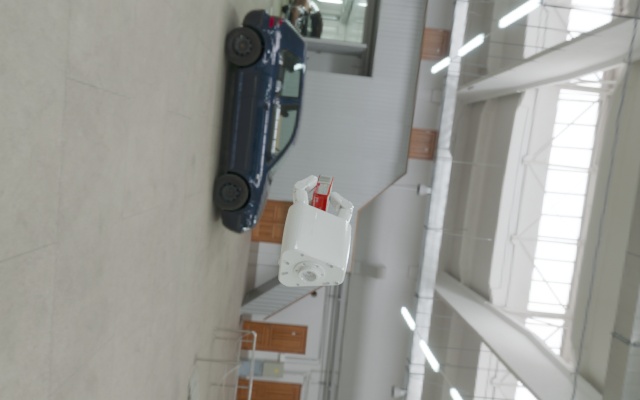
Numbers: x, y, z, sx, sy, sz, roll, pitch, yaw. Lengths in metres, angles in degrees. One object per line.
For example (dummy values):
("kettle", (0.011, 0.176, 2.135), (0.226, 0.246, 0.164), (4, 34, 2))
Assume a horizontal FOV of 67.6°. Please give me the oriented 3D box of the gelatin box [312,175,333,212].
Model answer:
("gelatin box", (0.001, 0.003, 0.889), (0.030, 0.073, 0.089), (11, 27, 4))
